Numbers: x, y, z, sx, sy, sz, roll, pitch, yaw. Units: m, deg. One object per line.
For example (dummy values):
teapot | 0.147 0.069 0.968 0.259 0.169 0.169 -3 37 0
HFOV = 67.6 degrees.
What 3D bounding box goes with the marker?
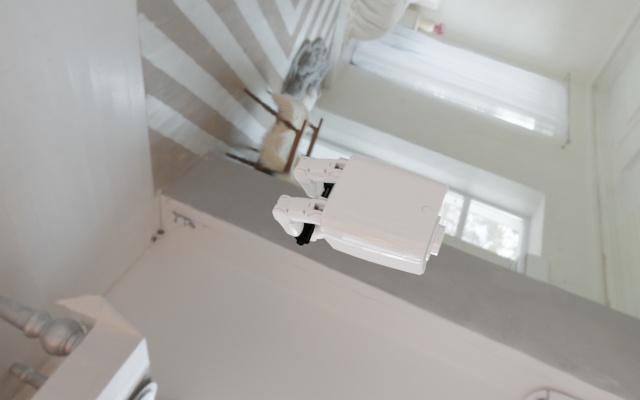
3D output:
marker | 0.000 0.002 0.577 0.020 0.121 0.020 21 -27 11
